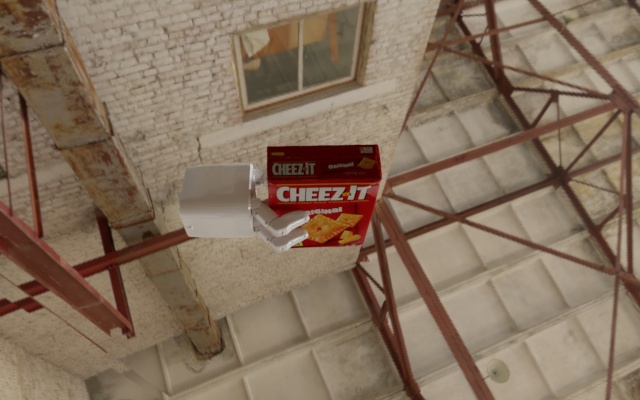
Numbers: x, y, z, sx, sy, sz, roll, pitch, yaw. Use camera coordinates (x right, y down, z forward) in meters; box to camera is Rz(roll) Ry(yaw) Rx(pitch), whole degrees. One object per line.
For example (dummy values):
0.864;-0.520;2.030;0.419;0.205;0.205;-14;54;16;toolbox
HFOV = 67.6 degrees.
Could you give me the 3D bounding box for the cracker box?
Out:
0.000;0.002;0.762;0.164;0.072;0.214;-2;-31;-4;cracker box
